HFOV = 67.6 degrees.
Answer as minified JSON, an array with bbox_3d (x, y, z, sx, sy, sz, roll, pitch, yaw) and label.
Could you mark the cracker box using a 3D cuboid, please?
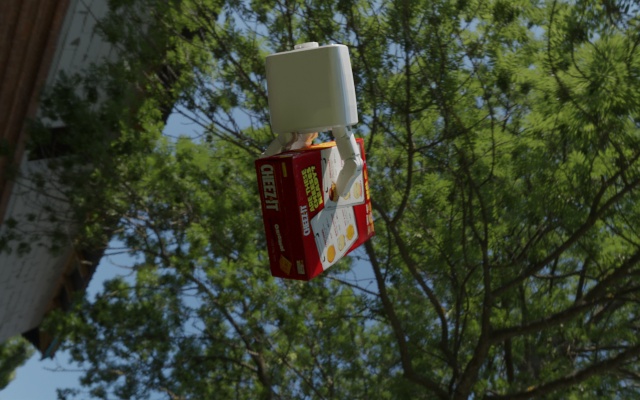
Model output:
[{"bbox_3d":[0.000,0.002,0.701,0.072,0.164,0.213,-2,12,31],"label":"cracker box"}]
